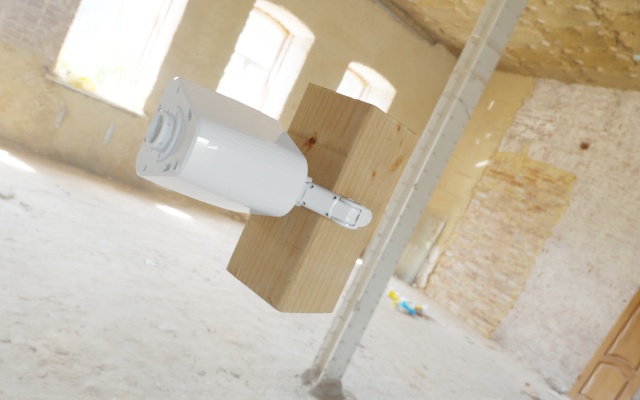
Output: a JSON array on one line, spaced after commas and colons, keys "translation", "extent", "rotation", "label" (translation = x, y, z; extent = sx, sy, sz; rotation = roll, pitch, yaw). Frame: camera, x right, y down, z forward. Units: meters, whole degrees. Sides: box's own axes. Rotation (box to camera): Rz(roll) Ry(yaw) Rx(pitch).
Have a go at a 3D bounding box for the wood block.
[{"translation": [0.000, 0.002, 0.486], "extent": [0.090, 0.206, 0.090], "rotation": [29, 6, 37], "label": "wood block"}]
